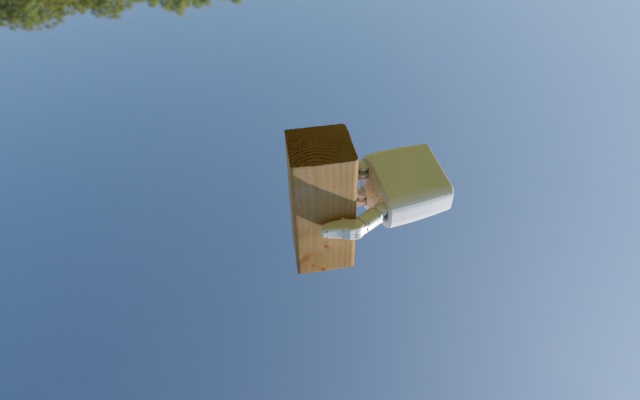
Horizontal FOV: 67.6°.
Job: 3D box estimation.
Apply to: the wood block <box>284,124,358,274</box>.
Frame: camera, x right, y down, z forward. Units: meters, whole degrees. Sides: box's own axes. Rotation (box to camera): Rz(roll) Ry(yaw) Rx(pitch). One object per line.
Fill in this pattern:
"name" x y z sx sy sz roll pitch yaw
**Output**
"wood block" 0.001 0.003 0.700 0.090 0.206 0.090 -7 41 -6
